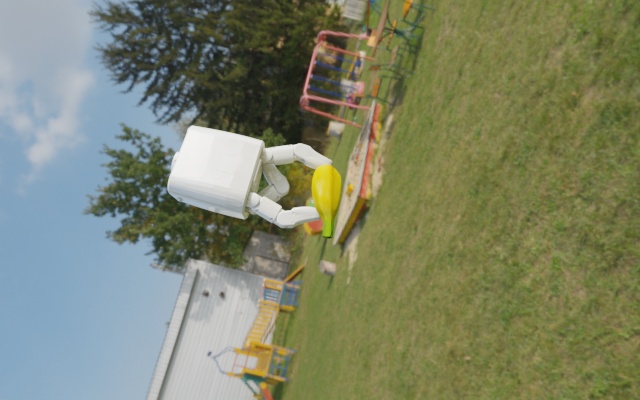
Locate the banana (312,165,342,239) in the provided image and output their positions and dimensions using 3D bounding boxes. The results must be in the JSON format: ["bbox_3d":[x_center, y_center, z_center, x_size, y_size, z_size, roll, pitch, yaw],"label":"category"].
[{"bbox_3d":[0.005,-0.014,0.634,0.037,0.070,0.197,14,15,-3],"label":"banana"}]
